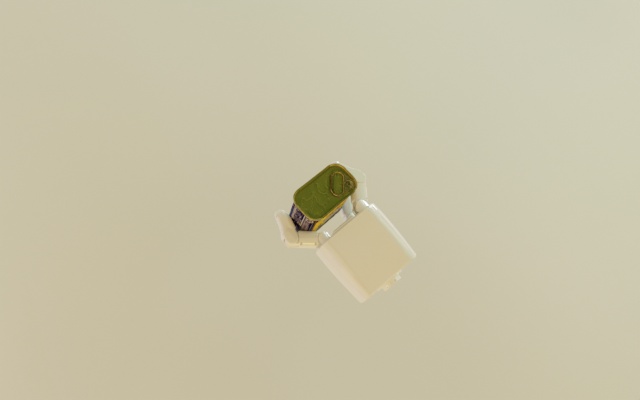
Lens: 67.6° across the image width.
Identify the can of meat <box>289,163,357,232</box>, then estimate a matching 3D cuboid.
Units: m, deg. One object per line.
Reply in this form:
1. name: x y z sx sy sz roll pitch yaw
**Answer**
1. can of meat: 0.000 0.003 0.739 0.102 0.057 0.084 -40 -11 -25
